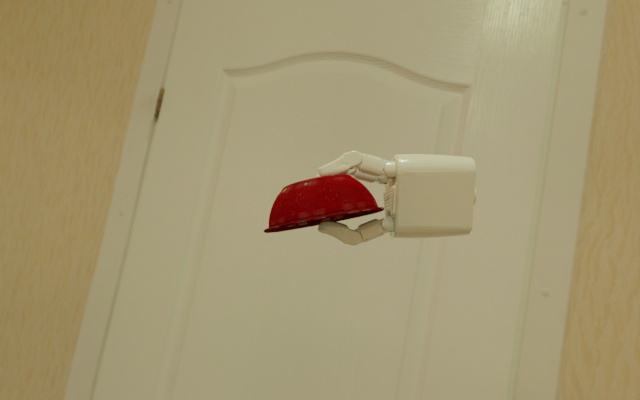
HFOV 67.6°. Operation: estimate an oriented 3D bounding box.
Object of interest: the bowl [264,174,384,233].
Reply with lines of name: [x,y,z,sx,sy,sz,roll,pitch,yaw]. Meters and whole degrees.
bowl: [-0.001,0.002,0.632,0.162,0.055,0.162,-11,-5,-1]
